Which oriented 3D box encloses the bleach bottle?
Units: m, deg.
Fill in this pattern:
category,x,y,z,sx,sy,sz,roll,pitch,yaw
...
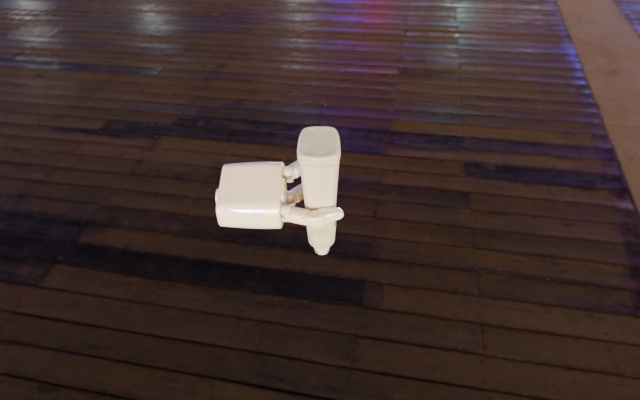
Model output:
category,x,y,z,sx,sy,sz,roll,pitch,yaw
bleach bottle,0.000,0.003,0.826,0.068,0.251,0.102,0,39,2
